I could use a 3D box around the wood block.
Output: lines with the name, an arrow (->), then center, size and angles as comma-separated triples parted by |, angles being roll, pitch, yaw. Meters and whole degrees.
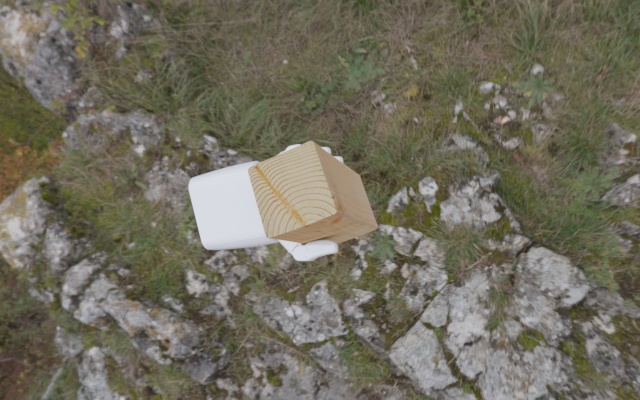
wood block -> 0.000, 0.002, 0.631 | 0.090, 0.090, 0.206 | -21, -14, 16
